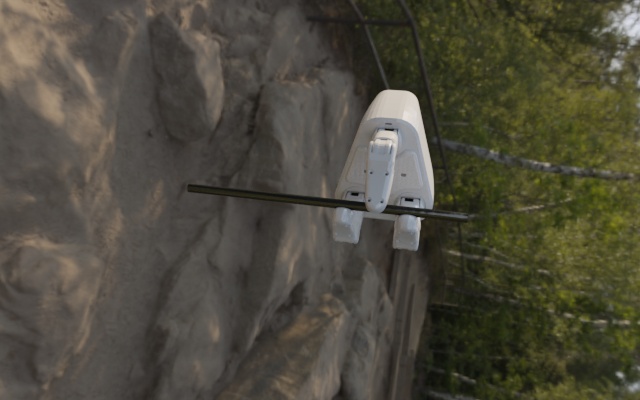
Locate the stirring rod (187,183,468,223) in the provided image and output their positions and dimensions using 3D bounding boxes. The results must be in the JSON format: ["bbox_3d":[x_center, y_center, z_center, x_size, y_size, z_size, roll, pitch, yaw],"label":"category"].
[{"bbox_3d":[0.000,0.001,0.405,0.239,0.011,0.011,6,1,11],"label":"stirring rod"}]
